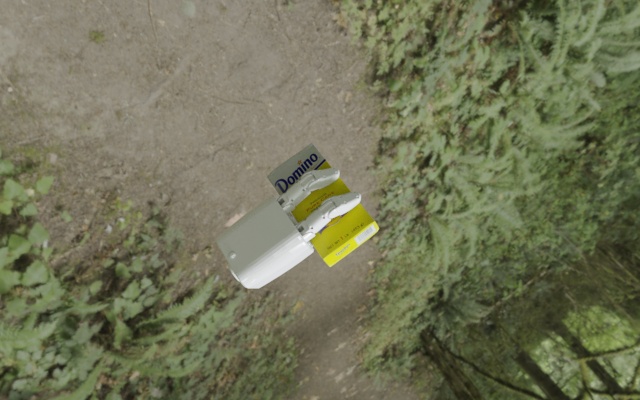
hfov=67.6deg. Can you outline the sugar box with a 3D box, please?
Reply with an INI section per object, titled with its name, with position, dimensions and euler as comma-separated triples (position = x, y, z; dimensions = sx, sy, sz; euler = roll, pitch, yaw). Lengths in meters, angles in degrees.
[sugar box]
position = 0.000, 0.002, 0.724
dimensions = 0.093, 0.176, 0.048
euler = -36, -28, -2
